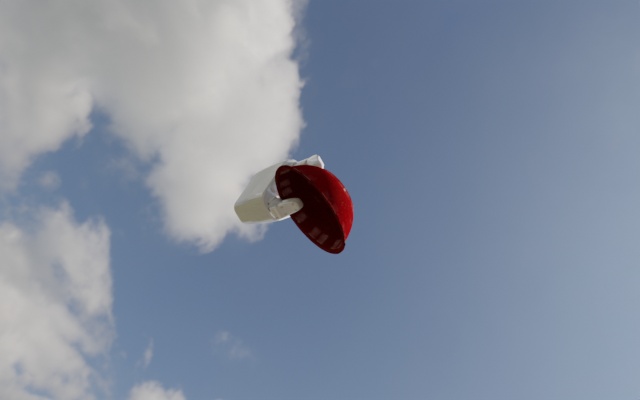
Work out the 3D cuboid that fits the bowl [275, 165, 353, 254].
[{"bbox_3d":[0.001,0.002,0.740,0.055,0.162,0.162,-36,16,-23],"label":"bowl"}]
